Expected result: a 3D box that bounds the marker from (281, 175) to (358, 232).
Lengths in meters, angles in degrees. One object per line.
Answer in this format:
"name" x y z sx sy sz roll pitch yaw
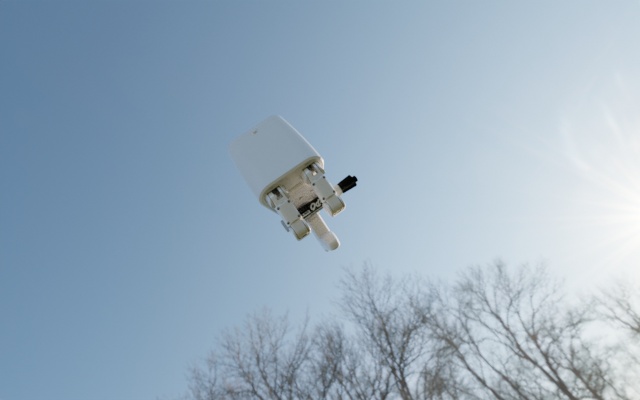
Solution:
"marker" 0.000 0.002 0.653 0.121 0.020 0.020 -34 6 -9
